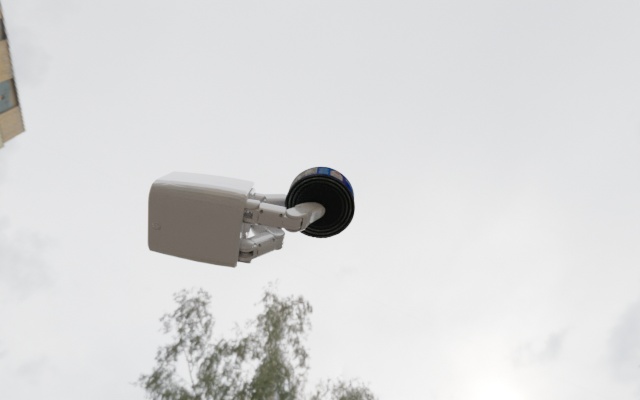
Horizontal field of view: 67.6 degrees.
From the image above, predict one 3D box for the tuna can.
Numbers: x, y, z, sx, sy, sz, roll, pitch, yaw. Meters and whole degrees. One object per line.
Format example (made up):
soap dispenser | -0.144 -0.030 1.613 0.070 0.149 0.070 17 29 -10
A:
tuna can | 0.000 0.002 0.593 0.086 0.086 0.033 0 24 4
